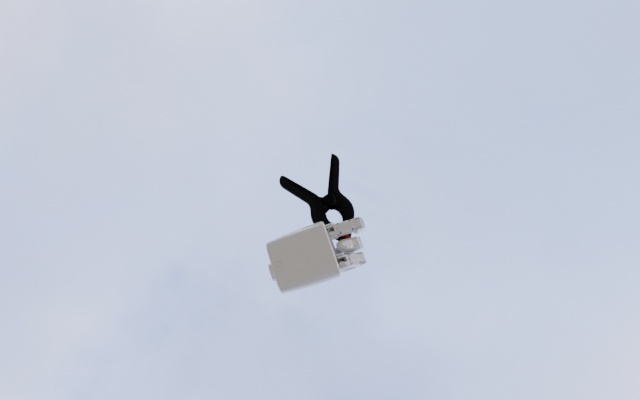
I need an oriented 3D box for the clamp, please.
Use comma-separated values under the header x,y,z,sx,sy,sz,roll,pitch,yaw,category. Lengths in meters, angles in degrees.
x,y,z,sx,sy,sz,roll,pitch,yaw,category
0.000,0.003,0.872,0.120,0.171,0.039,-18,-21,-3,clamp
